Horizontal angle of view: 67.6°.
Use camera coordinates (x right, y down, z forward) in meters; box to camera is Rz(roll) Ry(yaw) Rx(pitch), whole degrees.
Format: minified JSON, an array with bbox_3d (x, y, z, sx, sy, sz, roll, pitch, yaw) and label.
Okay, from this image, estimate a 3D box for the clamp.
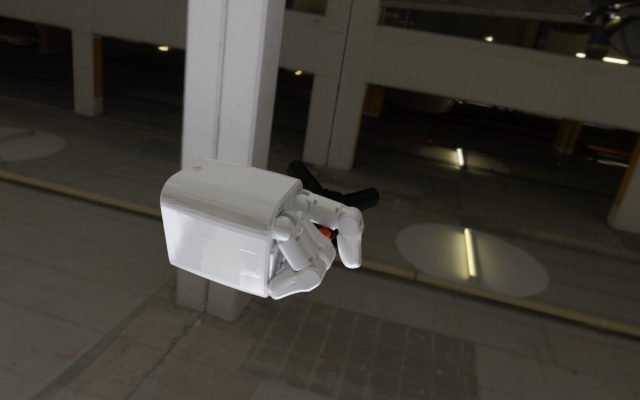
[{"bbox_3d":[0.000,0.002,0.538,0.120,0.039,0.171,18,22,8],"label":"clamp"}]
